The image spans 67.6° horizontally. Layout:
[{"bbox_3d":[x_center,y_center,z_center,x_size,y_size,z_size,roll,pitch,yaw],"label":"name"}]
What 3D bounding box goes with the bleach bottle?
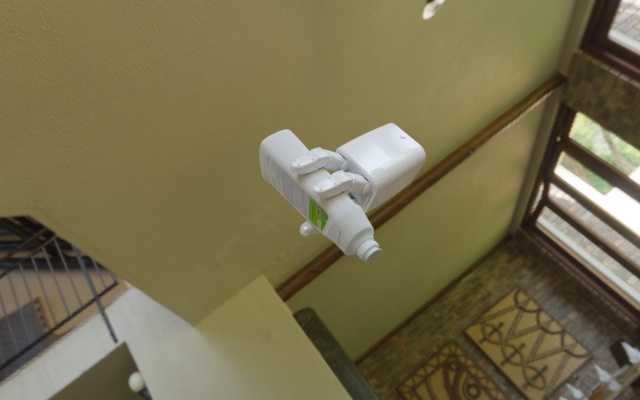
[{"bbox_3d":[0.000,0.002,0.715,0.068,0.250,0.103,-29,-33,-20],"label":"bleach bottle"}]
